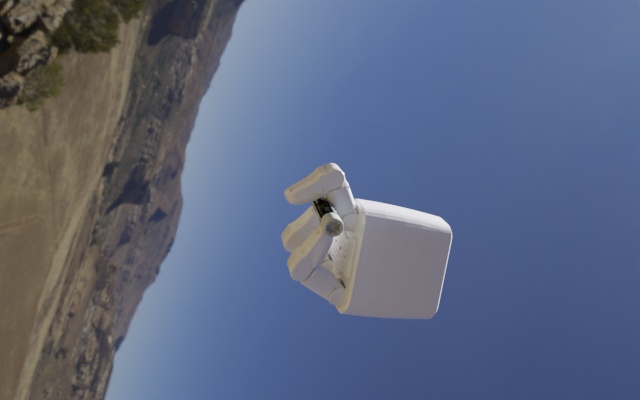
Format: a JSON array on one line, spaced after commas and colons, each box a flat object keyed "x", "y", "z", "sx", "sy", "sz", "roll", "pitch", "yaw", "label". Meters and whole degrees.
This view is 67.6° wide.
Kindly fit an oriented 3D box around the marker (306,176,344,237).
[{"x": 0.000, "y": 0.002, "z": 0.486, "sx": 0.020, "sy": 0.020, "sz": 0.121, "roll": 0, "pitch": 23, "yaw": -13, "label": "marker"}]
